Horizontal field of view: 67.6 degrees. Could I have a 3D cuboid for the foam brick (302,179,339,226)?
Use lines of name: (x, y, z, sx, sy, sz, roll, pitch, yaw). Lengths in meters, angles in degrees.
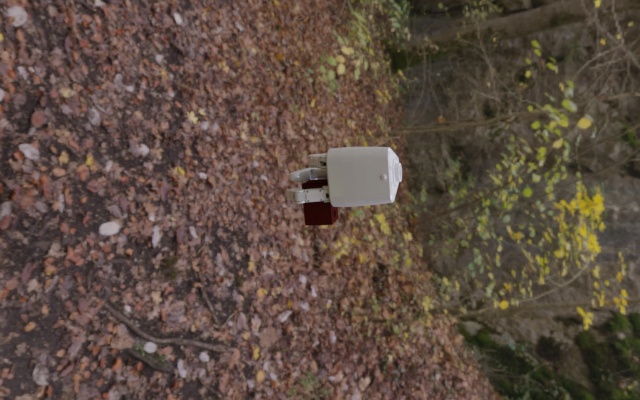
foam brick: (0.000, 0.003, 0.858, 0.051, 0.078, 0.053, -2, 11, 15)
